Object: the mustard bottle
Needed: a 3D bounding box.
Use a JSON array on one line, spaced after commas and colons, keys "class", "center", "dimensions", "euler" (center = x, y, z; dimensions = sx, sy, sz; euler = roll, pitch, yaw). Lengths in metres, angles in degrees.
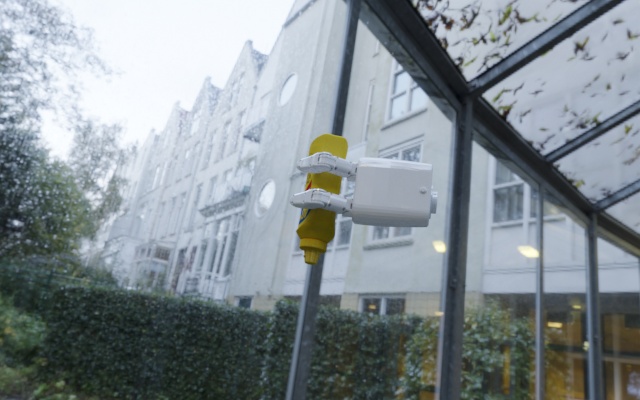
[{"class": "mustard bottle", "center": [0.000, 0.002, 0.724], "dimensions": [0.058, 0.191, 0.096], "euler": [12, -18, -12]}]
